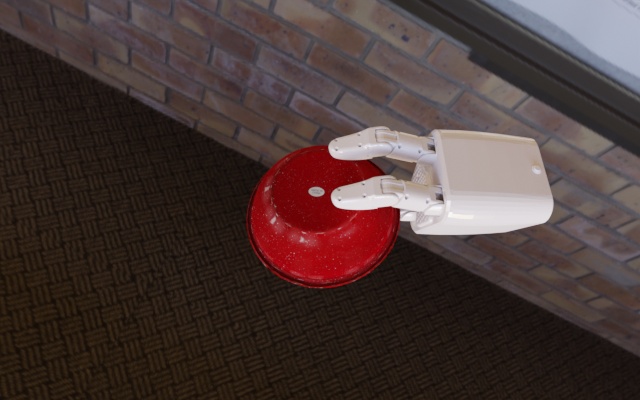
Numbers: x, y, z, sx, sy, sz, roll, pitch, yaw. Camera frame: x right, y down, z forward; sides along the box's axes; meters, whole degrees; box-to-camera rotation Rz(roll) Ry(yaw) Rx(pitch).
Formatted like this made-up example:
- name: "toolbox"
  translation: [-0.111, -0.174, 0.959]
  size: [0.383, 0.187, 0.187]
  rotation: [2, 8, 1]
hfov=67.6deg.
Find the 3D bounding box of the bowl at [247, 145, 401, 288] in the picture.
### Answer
- name: "bowl"
  translation: [-0.001, 0.002, 0.476]
  size: [0.162, 0.162, 0.055]
  rotation: [0, -27, 6]
